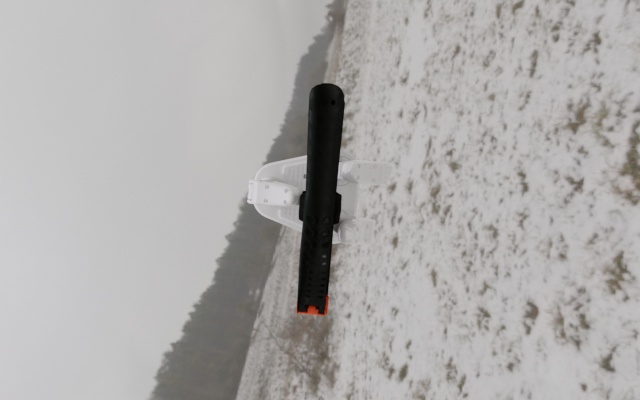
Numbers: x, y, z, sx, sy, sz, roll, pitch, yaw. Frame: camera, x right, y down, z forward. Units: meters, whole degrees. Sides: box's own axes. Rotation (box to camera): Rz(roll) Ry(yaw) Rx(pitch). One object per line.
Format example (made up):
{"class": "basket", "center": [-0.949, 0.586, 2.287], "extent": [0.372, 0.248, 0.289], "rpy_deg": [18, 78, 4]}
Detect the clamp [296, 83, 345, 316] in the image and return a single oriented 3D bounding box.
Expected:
{"class": "clamp", "center": [-0.001, 0.002, 0.411], "extent": [0.036, 0.210, 0.164], "rpy_deg": [6, 3, 3]}
